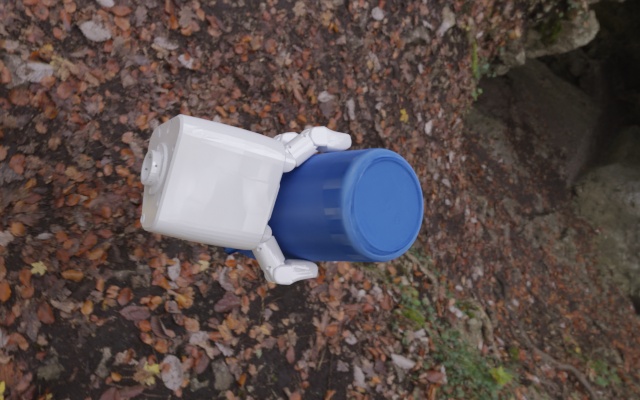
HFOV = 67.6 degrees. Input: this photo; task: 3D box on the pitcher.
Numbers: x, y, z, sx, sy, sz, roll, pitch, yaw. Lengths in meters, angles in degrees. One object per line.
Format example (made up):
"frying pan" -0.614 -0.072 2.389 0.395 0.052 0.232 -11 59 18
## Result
"pitcher" 0.000 0.002 0.545 0.145 0.149 0.243 14 -10 -35
